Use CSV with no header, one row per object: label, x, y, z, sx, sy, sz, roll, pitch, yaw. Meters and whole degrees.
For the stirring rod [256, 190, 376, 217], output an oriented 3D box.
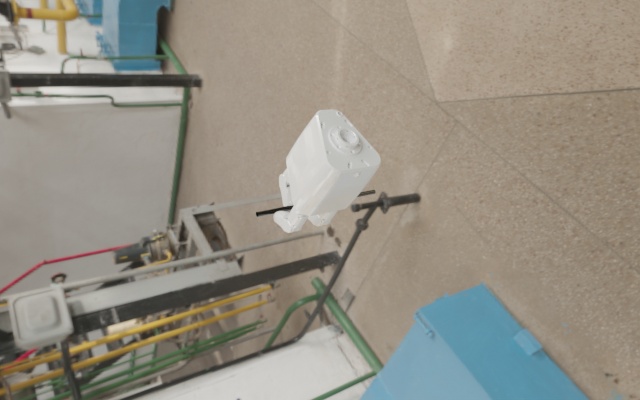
stirring rod,0.000,0.003,0.801,0.239,0.011,0.011,-11,6,-34
